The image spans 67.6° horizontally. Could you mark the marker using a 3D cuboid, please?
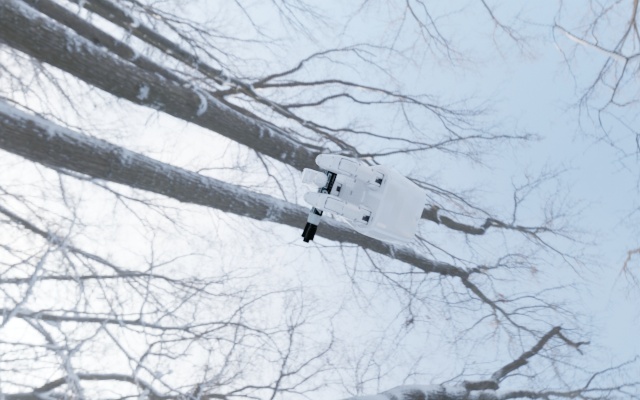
[{"bbox_3d":[0.000,0.002,0.671,0.020,0.121,0.020,20,-2,1],"label":"marker"}]
